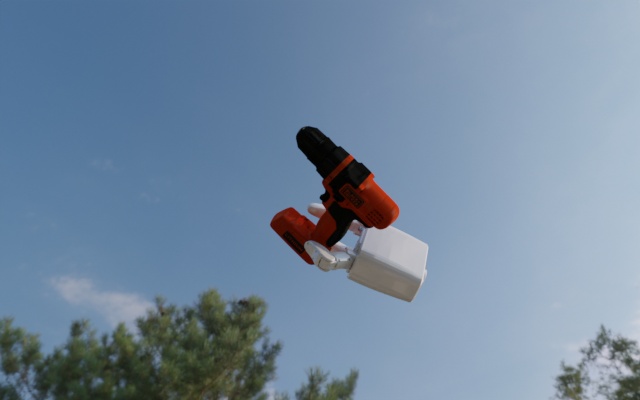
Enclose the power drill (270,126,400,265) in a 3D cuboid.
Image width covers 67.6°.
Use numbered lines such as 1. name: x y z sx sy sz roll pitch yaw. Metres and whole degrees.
1. power drill: 0.000 0.003 0.714 0.188 0.184 0.057 -45 -1 43
